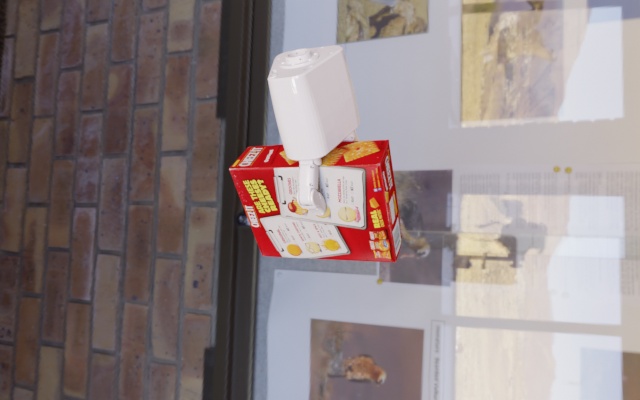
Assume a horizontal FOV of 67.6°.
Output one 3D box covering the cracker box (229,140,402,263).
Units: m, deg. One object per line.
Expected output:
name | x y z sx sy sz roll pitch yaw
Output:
cracker box | 0.000 0.002 0.680 0.213 0.164 0.072 0 36 22
